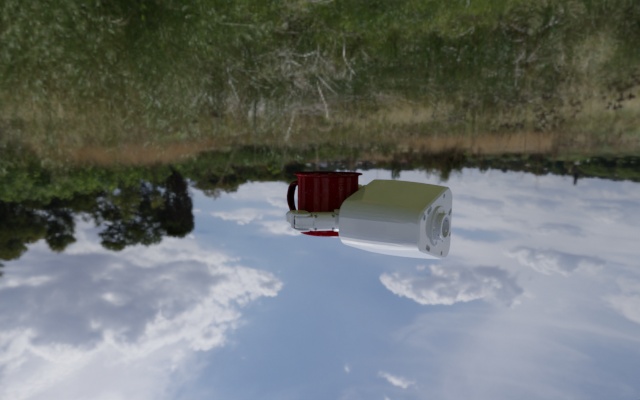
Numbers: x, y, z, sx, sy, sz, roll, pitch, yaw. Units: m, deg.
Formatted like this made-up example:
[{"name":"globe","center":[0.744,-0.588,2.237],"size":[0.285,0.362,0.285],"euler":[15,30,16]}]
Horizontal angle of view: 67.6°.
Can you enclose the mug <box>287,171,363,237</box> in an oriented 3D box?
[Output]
[{"name":"mug","center":[-0.001,0.002,0.651],"size":[0.117,0.081,0.093],"euler":[5,7,35]}]
